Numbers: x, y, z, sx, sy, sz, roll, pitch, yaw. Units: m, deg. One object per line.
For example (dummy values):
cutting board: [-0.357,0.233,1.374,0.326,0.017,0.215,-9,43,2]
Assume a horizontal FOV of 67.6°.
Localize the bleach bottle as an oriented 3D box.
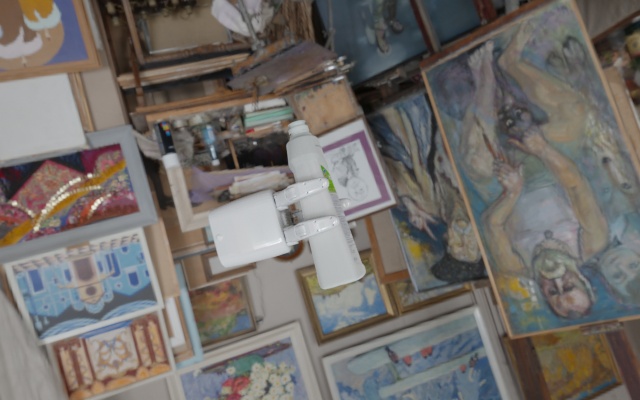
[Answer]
bleach bottle: [0.000,0.002,0.726,0.068,0.251,0.102,-17,-6,9]
